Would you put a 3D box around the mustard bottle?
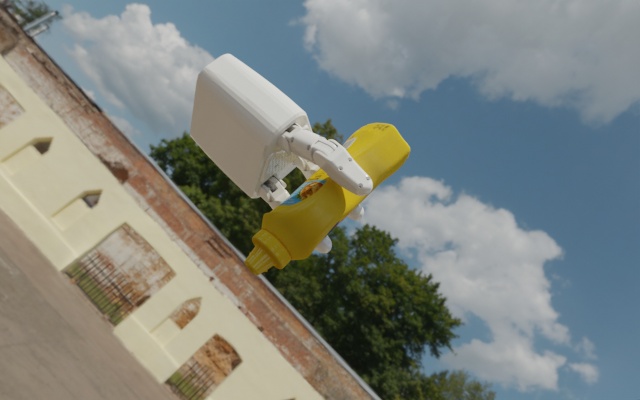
[{"bbox_3d":[0.000,0.002,0.474,0.191,0.058,0.096,-43,12,-22],"label":"mustard bottle"}]
